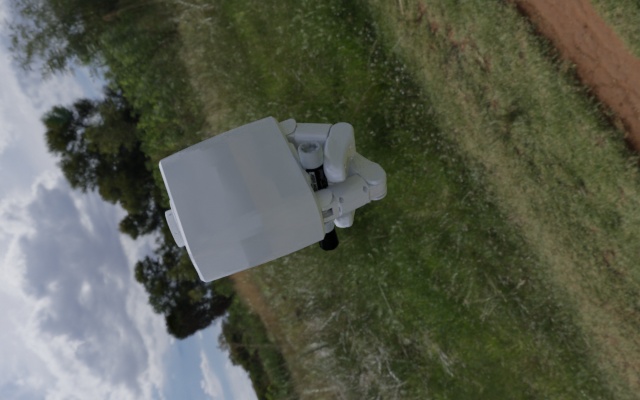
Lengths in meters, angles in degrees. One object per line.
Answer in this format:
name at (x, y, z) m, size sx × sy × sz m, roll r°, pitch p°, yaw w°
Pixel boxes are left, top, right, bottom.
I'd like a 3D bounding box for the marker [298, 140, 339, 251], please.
marker at (0.000, 0.001, 0.415) m, size 0.020 × 0.121 × 0.020 m, roll -6°, pitch 44°, yaw 6°
